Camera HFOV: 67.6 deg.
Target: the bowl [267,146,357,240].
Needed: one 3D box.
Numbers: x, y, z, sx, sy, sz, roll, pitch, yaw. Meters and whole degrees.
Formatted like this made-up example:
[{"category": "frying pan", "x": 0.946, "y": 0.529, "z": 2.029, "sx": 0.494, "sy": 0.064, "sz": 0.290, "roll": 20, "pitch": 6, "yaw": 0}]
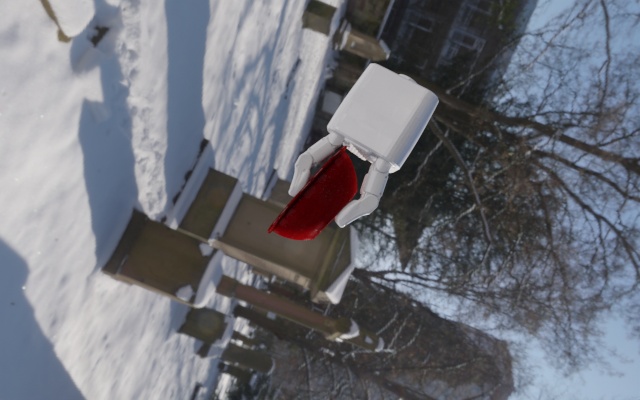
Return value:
[{"category": "bowl", "x": 0.000, "y": 0.003, "z": 0.655, "sx": 0.055, "sy": 0.162, "sz": 0.162, "roll": 43, "pitch": 1, "yaw": 1}]
